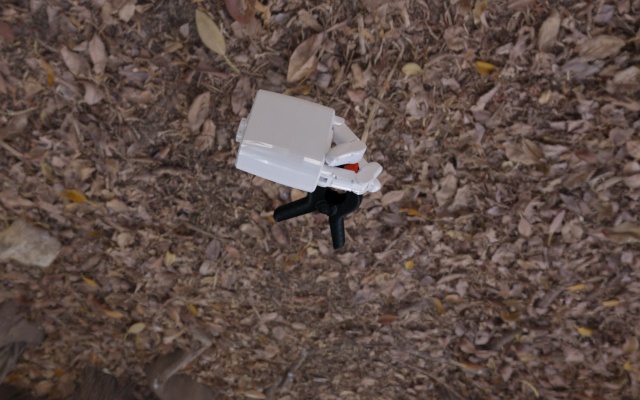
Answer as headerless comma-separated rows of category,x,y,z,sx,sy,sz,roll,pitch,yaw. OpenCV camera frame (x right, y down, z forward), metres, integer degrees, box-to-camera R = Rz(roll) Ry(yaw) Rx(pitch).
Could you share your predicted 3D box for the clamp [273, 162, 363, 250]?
clamp,0.000,0.003,0.694,0.120,0.039,0.172,16,-45,-7
